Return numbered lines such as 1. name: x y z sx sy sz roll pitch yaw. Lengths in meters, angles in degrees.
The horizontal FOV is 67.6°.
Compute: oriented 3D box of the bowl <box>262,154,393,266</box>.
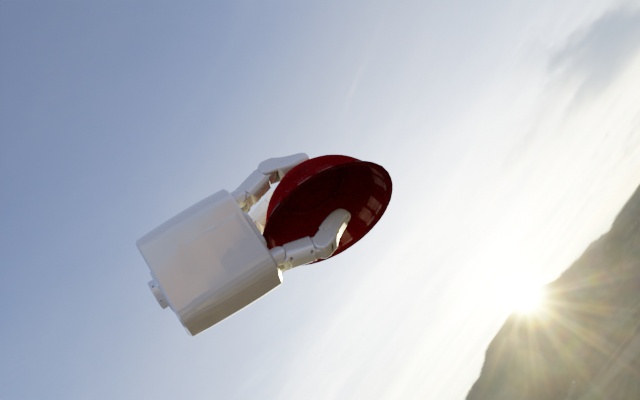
1. bowl: 0.001 0.001 0.543 0.162 0.162 0.055 0 43 -37
